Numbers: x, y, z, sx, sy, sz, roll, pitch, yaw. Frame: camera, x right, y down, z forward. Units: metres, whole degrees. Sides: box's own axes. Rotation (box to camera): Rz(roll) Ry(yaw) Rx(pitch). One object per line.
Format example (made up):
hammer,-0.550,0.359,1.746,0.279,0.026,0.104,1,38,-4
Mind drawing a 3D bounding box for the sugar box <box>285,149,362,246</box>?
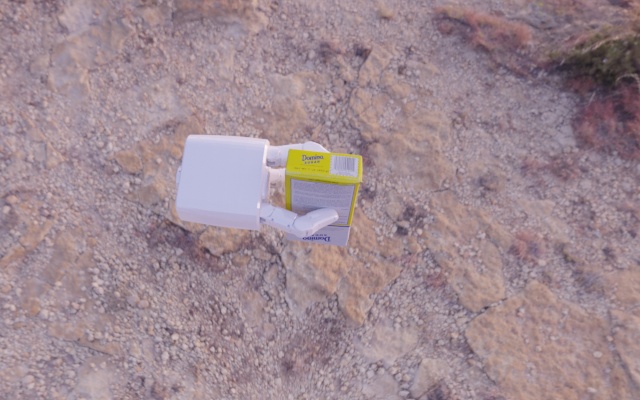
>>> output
sugar box,0.000,0.002,0.646,0.093,0.048,0.176,7,-29,0
